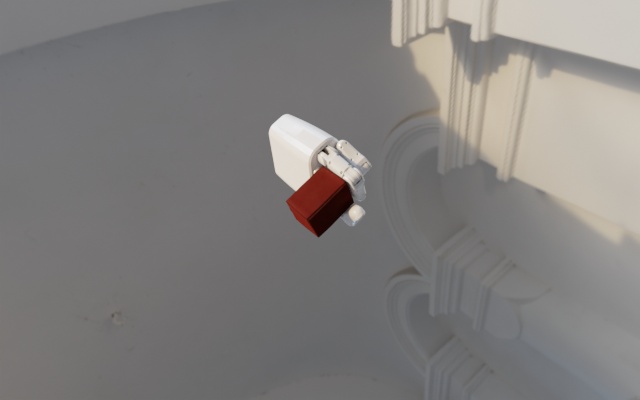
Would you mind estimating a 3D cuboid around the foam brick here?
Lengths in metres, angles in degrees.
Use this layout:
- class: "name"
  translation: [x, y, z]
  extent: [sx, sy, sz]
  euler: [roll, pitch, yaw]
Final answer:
- class: "foam brick"
  translation: [0.000, 0.002, 0.679]
  extent: [0.051, 0.078, 0.053]
  euler: [36, -17, 34]
